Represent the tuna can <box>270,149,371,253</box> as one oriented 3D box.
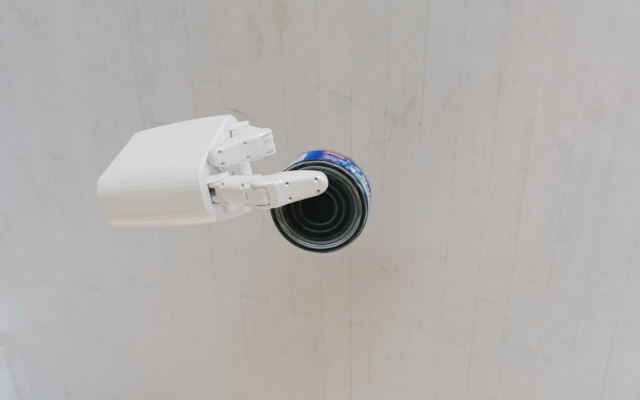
[{"bbox_3d":[0.000,0.002,0.411,0.086,0.086,0.033,0,20,9],"label":"tuna can"}]
